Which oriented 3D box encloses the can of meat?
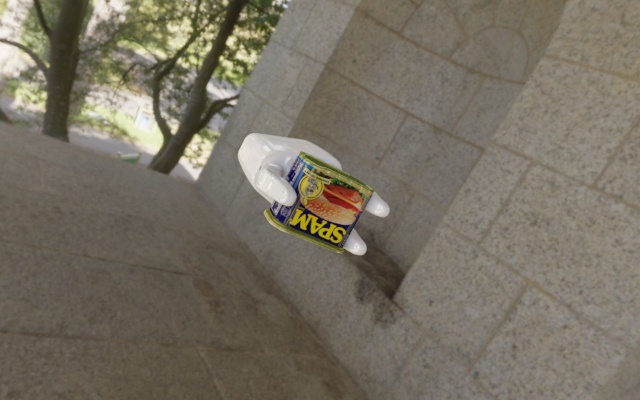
[{"bbox_3d":[0.000,0.002,0.552,0.102,0.084,0.057,24,11,-25],"label":"can of meat"}]
